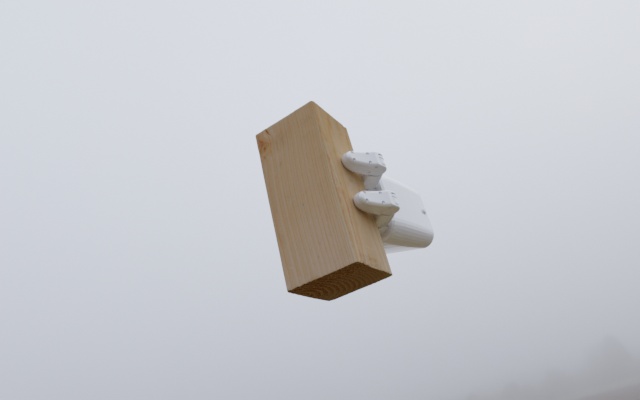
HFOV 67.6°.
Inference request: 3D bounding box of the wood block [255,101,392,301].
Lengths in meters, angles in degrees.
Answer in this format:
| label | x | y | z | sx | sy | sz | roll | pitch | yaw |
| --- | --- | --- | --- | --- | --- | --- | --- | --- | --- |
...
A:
| label | x | y | z | sx | sy | sz | roll | pitch | yaw |
| --- | --- | --- | --- | --- | --- | --- | --- | --- | --- |
| wood block | 0.000 | 0.002 | 0.564 | 0.091 | 0.206 | 0.090 | -28 | -30 | 24 |
